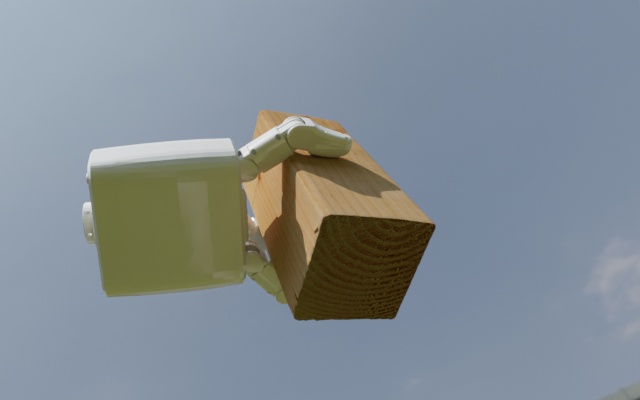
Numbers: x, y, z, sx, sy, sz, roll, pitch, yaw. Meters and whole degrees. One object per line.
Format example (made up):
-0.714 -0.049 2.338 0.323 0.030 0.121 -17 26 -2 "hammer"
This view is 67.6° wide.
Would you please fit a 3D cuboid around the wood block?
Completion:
0.000 0.001 0.422 0.090 0.091 0.206 6 27 -23 "wood block"
